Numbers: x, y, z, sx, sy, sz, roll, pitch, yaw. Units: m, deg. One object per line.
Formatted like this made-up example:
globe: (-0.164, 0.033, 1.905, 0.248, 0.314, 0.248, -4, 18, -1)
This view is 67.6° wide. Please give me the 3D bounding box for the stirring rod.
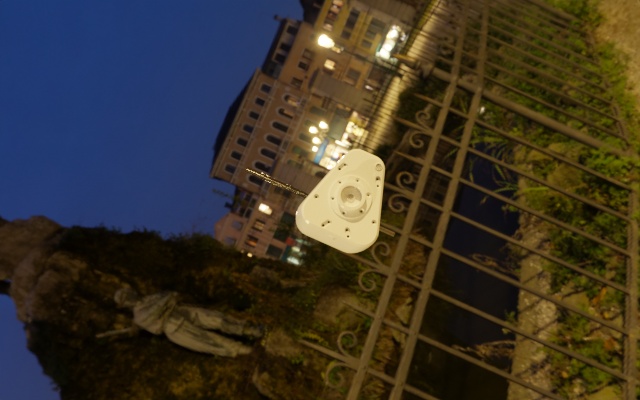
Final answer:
stirring rod: (0.000, 0.002, 0.712, 0.239, 0.011, 0.011, 24, 0, -1)
